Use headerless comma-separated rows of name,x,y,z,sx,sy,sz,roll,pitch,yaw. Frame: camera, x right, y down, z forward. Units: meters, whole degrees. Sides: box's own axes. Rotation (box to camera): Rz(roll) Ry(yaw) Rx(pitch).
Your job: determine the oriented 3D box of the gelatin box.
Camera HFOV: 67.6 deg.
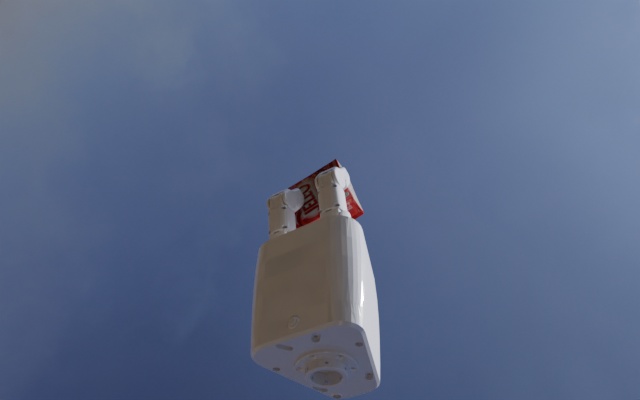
gelatin box,0.000,0.002,0.511,0.073,0.030,0.089,-31,31,9
